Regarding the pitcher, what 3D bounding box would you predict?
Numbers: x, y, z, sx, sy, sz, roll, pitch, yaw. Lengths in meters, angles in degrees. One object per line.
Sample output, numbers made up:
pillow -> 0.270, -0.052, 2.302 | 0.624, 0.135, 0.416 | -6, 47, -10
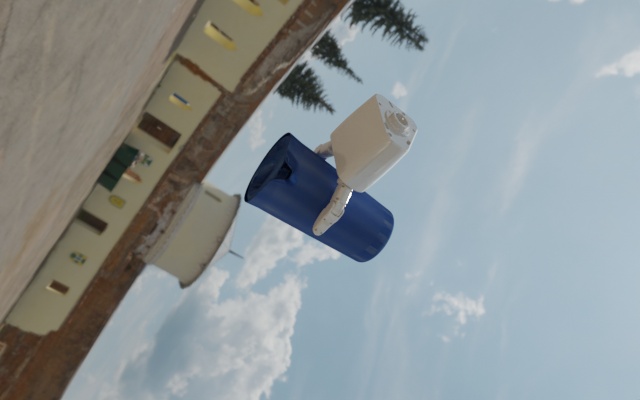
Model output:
pitcher -> 0.000, 0.003, 0.818 | 0.243, 0.149, 0.145 | 33, -52, -20
